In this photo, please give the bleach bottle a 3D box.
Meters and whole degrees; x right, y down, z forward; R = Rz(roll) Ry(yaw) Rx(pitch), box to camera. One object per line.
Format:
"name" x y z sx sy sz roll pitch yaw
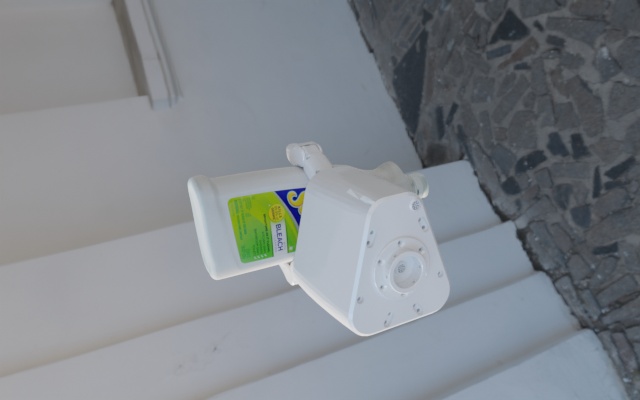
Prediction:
"bleach bottle" 0.000 0.002 0.495 0.251 0.102 0.068 -13 17 -21
